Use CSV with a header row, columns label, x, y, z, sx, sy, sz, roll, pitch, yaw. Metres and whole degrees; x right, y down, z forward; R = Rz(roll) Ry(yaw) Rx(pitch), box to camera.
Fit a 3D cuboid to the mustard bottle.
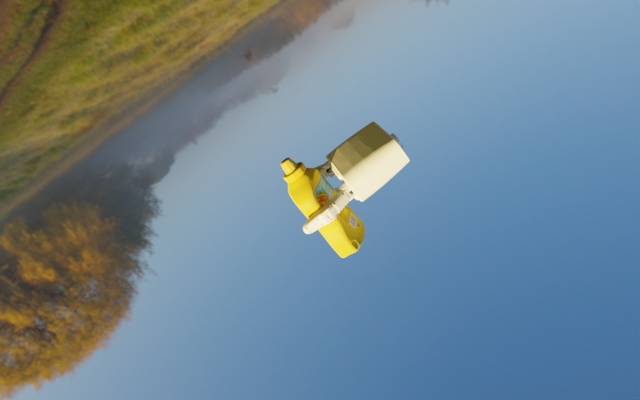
label,x,y,z,sx,sy,sz,roll,pitch,yaw
mustard bottle,0.000,0.003,0.816,0.058,0.192,0.096,-30,23,27
